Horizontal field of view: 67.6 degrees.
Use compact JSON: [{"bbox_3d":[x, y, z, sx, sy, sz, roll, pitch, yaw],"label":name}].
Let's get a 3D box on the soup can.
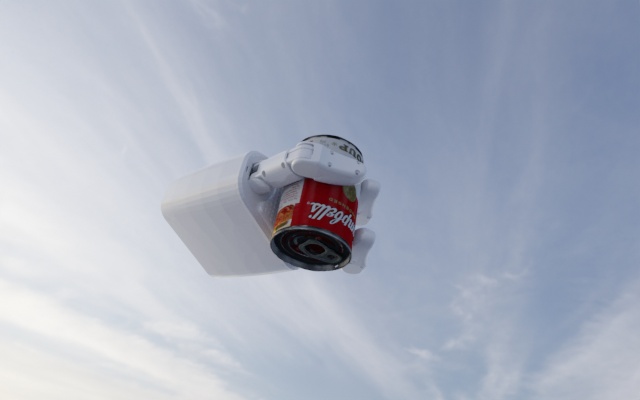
[{"bbox_3d":[0.000,0.001,0.418,0.068,0.102,0.069,8,-35,5],"label":"soup can"}]
